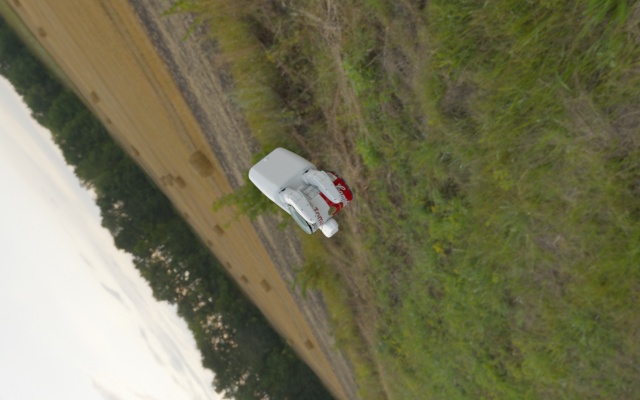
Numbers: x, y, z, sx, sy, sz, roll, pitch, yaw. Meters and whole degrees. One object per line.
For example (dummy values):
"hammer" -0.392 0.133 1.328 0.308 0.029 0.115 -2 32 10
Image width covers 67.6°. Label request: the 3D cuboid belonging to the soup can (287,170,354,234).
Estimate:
"soup can" 0.000 0.003 0.852 0.102 0.068 0.068 -40 12 -14
